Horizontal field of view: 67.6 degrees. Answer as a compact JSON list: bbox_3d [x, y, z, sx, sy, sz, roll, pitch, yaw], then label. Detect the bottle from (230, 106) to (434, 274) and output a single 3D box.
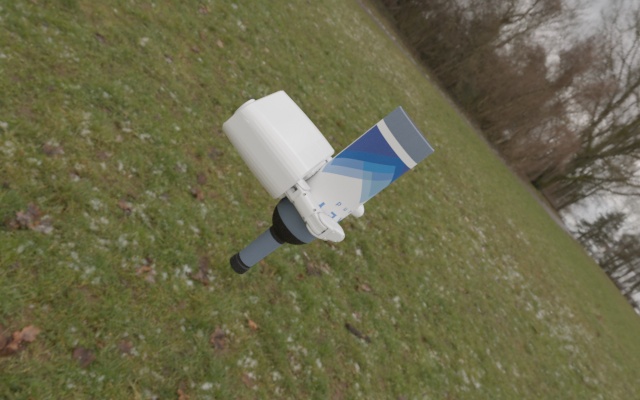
[{"bbox_3d":[0.000,0.002,0.595,0.296,0.069,0.069,-37,-12,17],"label":"bottle"}]
